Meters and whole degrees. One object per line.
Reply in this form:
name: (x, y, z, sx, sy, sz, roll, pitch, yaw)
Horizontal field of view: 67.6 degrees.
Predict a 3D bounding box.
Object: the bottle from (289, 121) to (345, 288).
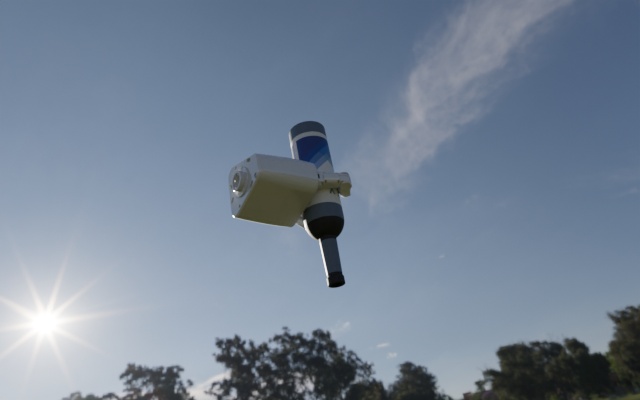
bottle: (0.000, 0.002, 0.802, 0.069, 0.295, 0.069, -9, -28, -5)
